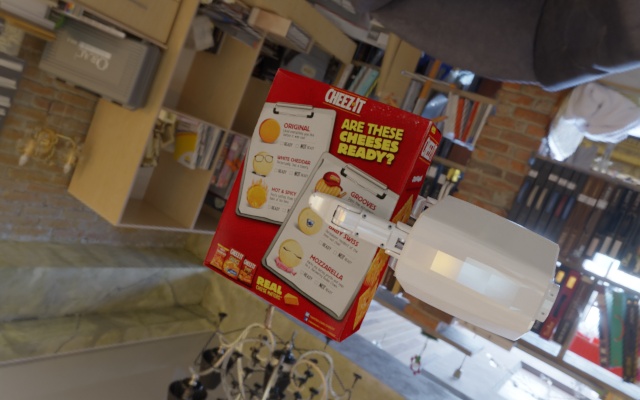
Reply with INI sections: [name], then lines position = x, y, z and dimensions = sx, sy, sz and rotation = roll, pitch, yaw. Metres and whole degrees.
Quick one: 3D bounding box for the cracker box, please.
[cracker box]
position = 0.000, 0.002, 0.472
dimensions = 0.164, 0.214, 0.072
rotation = 24, 6, 22
